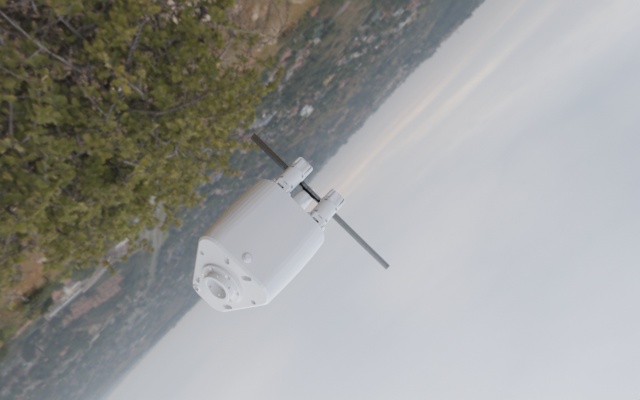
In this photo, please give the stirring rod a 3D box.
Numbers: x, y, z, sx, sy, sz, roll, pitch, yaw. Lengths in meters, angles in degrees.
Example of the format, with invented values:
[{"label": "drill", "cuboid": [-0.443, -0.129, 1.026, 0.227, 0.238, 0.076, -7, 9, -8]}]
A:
[{"label": "stirring rod", "cuboid": [0.000, 0.002, 0.609, 0.239, 0.011, 0.011, 44, -2, -2]}]
